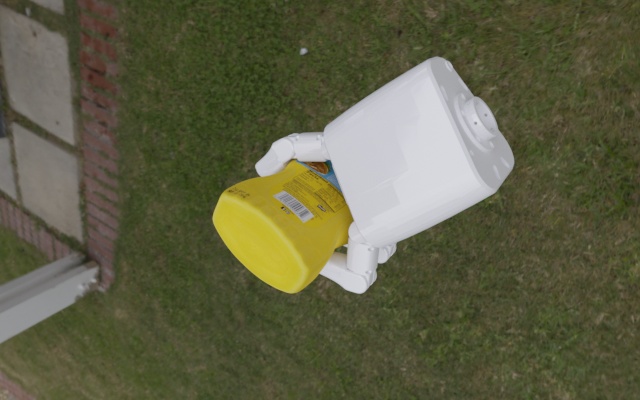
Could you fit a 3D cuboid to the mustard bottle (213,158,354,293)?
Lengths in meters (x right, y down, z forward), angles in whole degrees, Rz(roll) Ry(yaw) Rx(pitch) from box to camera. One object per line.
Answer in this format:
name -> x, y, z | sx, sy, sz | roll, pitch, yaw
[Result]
mustard bottle -> 0.000, 0.002, 0.436 | 0.096, 0.058, 0.191 | 39, 36, 14
